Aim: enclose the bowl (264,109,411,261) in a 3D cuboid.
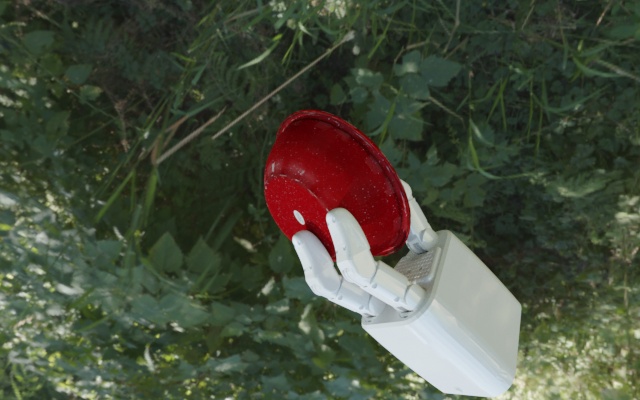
[{"bbox_3d":[-0.001,0.001,0.436,0.055,0.162,0.162,-40,23,-31],"label":"bowl"}]
